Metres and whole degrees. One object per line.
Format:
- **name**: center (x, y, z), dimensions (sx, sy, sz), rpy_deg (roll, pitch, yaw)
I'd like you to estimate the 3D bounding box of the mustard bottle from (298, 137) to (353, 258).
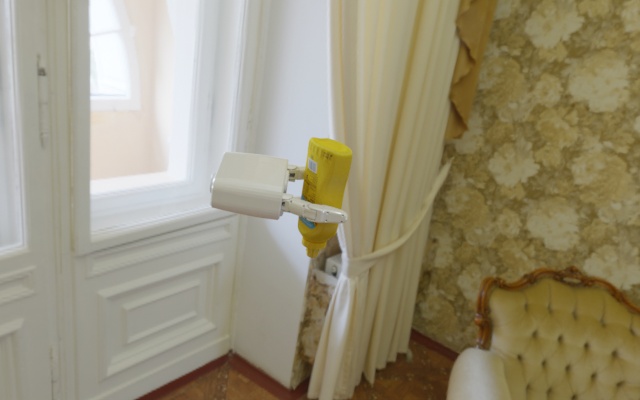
- **mustard bottle**: center (0.000, 0.002, 0.758), dimensions (0.058, 0.192, 0.096), rpy_deg (0, 21, -27)
